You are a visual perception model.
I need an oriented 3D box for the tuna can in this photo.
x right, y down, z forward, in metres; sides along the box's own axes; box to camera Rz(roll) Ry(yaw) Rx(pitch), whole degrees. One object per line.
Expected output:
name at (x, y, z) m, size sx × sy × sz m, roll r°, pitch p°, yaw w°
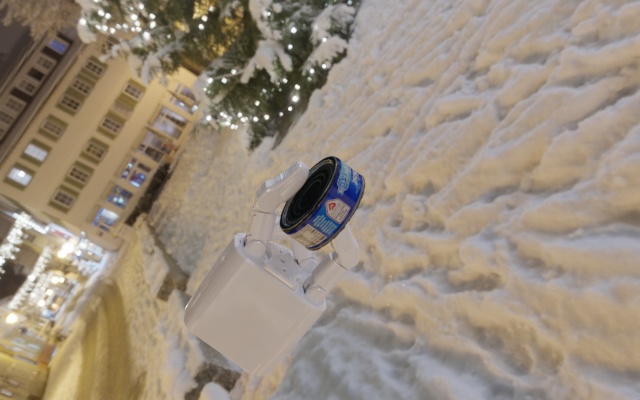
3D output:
tuna can at (0.000, 0.001, 0.440) m, size 0.034 × 0.086 × 0.086 m, roll 36°, pitch -14°, yaw -20°
